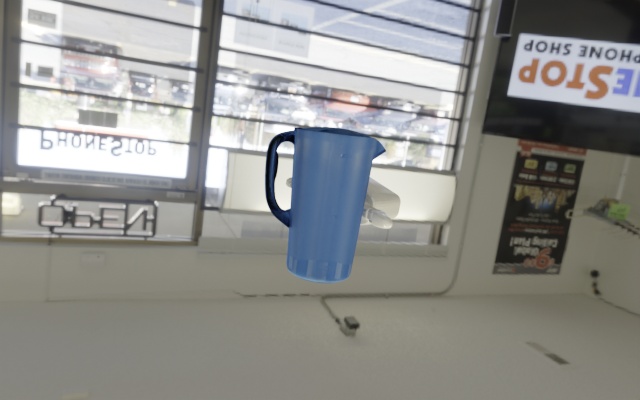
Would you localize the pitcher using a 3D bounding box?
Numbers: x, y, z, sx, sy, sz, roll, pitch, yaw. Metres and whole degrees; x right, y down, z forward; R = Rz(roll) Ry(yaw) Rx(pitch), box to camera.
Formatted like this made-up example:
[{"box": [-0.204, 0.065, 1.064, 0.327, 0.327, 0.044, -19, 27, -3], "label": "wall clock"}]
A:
[{"box": [0.000, 0.003, 0.774, 0.149, 0.243, 0.145, 15, 12, 36], "label": "pitcher"}]
